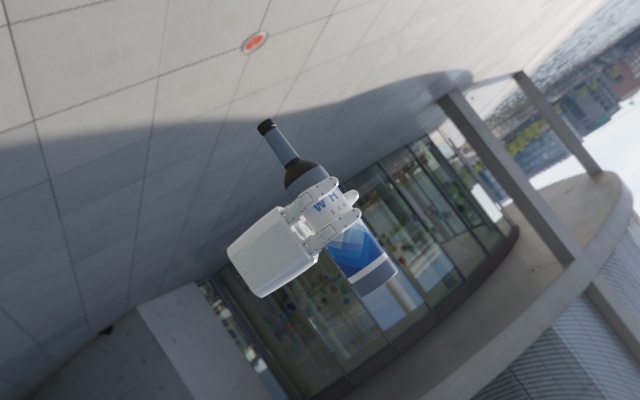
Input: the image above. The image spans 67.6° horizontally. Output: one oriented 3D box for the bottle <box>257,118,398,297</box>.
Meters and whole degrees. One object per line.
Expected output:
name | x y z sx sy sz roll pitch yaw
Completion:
bottle | 0.000 0.002 0.708 0.069 0.295 0.069 -35 -6 -4
